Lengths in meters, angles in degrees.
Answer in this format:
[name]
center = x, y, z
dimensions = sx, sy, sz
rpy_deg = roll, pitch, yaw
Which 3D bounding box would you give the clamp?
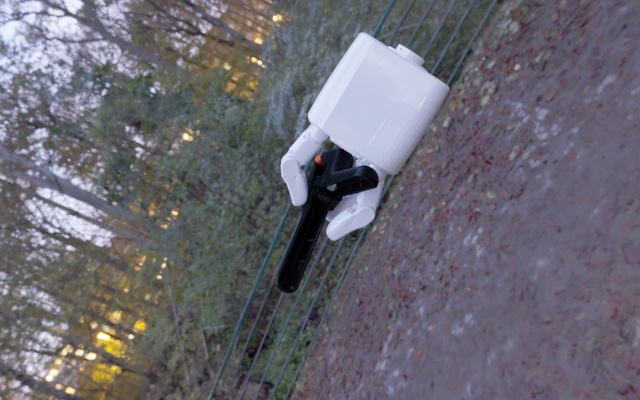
[clamp]
center = 0.000, 0.001, 0.555
dimensions = 0.036, 0.164, 0.210
rpy_deg = 31, 17, -14
